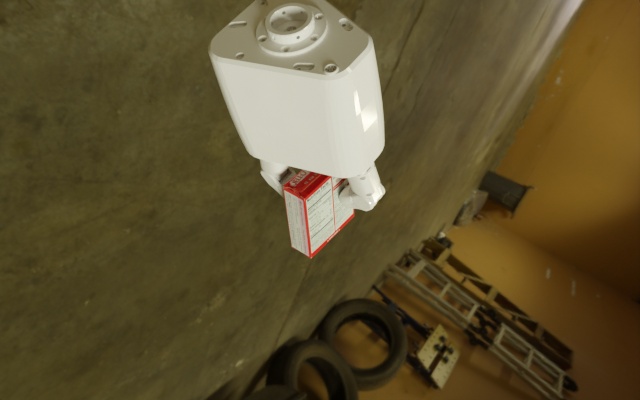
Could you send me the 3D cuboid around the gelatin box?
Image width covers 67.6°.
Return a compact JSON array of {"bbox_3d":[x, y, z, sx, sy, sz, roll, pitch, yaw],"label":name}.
[{"bbox_3d":[0.000,0.002,0.469,0.030,0.089,0.073,28,54,29],"label":"gelatin box"}]
